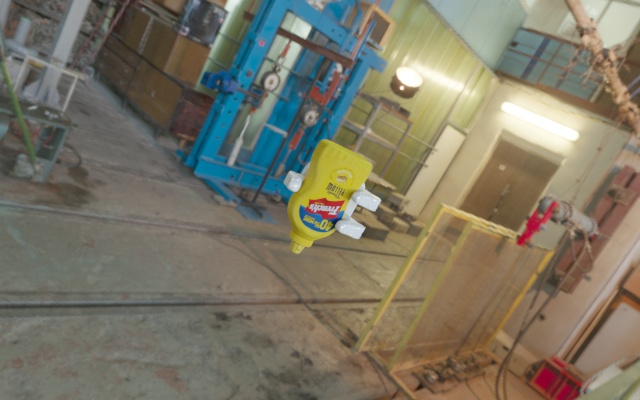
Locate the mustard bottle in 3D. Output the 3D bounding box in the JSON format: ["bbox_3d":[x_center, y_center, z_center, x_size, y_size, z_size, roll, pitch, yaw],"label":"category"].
[{"bbox_3d":[0.000,0.002,0.785,0.096,0.192,0.058,22,14,-29],"label":"mustard bottle"}]
